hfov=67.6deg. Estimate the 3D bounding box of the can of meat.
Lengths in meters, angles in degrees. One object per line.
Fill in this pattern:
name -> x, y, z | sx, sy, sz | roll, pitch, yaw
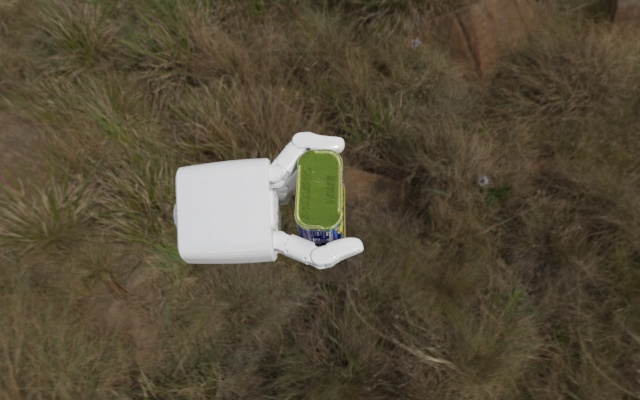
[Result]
can of meat -> 0.000, 0.002, 0.556 | 0.057, 0.102, 0.084 | 0, -23, 3
